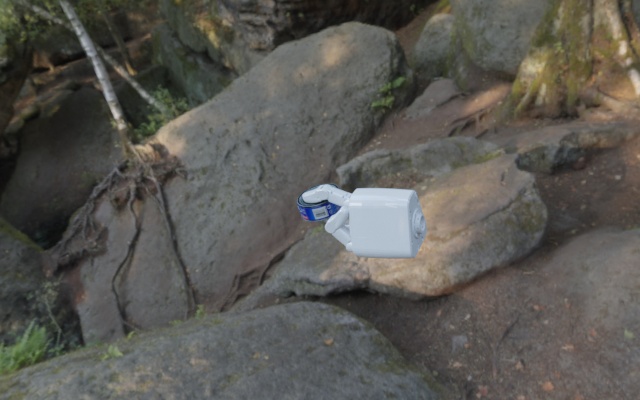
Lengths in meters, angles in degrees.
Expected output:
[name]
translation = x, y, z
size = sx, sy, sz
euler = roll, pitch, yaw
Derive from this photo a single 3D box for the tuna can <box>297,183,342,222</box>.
[tuna can]
translation = 0.000, 0.002, 0.889
size = 0.086, 0.034, 0.086
euler = -16, 26, 8
